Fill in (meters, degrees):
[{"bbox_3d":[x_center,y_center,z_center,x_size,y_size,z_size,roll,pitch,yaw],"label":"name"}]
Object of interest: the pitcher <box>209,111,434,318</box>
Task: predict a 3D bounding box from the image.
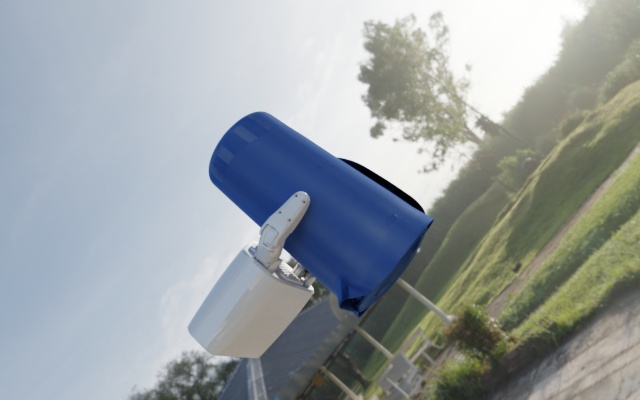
[{"bbox_3d":[0.000,0.002,0.547,0.243,0.145,0.149,38,2,14],"label":"pitcher"}]
